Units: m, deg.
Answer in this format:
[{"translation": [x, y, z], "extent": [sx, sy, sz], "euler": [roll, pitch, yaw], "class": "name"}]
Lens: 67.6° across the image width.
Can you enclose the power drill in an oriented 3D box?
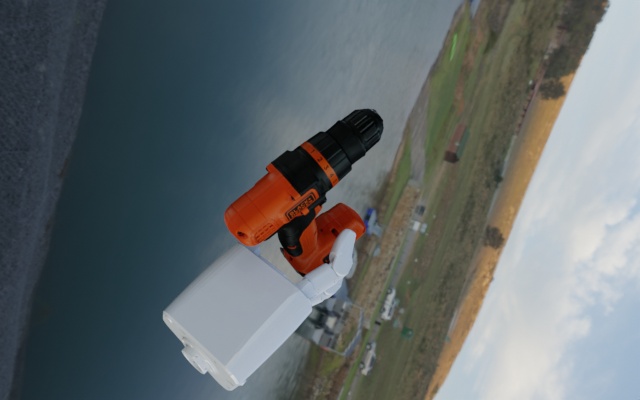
[{"translation": [0.000, 0.002, 0.524], "extent": [0.184, 0.057, 0.188], "euler": [-38, -29, -6], "class": "power drill"}]
